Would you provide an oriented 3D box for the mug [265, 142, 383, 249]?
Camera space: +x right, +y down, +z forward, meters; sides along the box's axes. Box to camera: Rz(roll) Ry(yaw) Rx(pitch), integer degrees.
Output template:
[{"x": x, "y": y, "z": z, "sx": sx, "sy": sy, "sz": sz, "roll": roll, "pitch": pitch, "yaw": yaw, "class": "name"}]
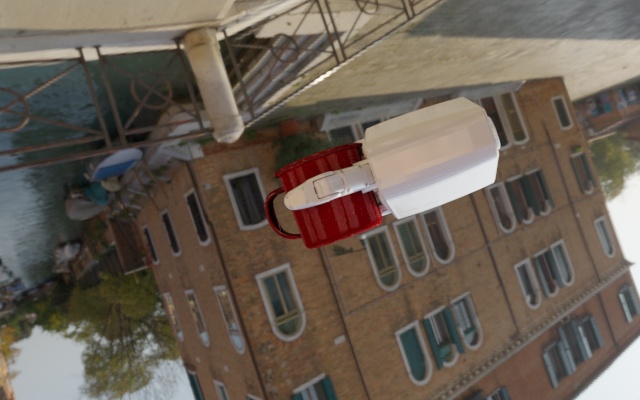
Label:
[{"x": -0.001, "y": 0.002, "z": 0.473, "sx": 0.117, "sy": 0.081, "sz": 0.093, "roll": -20, "pitch": -3, "yaw": 13, "class": "mug"}]
